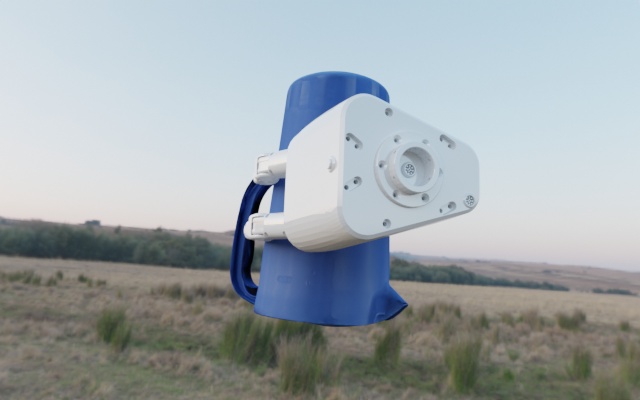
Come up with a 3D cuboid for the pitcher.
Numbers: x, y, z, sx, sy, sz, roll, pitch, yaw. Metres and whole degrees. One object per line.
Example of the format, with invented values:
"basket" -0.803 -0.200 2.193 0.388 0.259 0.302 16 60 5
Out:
"pitcher" 0.000 0.002 0.488 0.149 0.242 0.145 8 -10 -20
